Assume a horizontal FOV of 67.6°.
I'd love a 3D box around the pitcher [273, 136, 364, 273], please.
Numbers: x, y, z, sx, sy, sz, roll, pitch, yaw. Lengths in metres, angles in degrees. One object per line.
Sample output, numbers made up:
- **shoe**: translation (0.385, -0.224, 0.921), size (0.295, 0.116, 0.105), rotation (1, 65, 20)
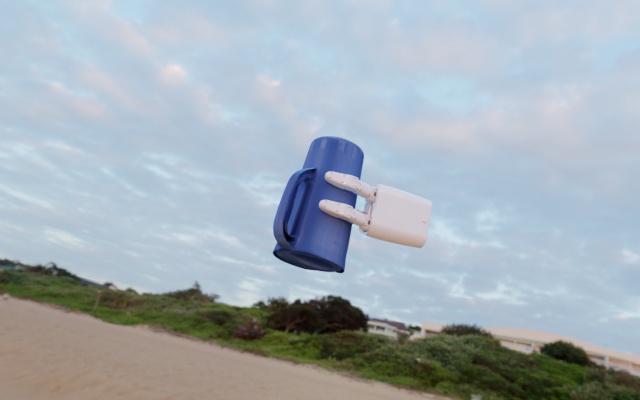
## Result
- **pitcher**: translation (0.000, 0.003, 0.882), size (0.145, 0.242, 0.149), rotation (16, -19, -4)
